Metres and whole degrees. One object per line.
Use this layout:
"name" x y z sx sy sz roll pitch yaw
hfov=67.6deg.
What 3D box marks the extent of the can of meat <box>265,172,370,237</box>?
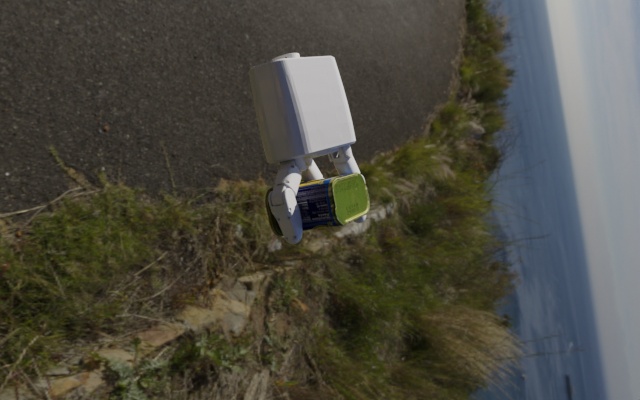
"can of meat" 0.000 0.002 0.553 0.084 0.057 0.102 -9 5 28
